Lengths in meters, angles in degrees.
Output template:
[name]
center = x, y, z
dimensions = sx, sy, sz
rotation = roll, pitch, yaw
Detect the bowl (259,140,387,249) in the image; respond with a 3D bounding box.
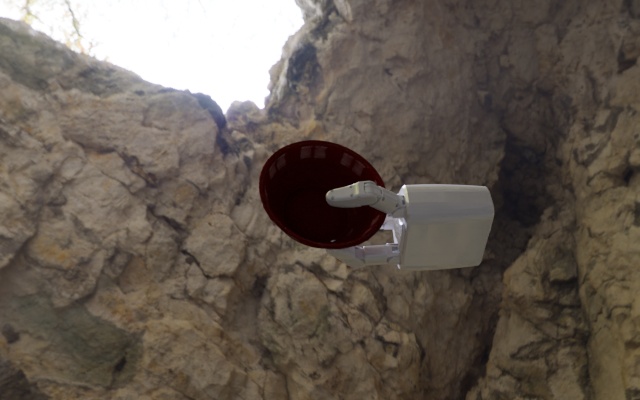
[bowl]
center = -0.001, 0.002, 0.600
dimensions = 0.162, 0.162, 0.055
rotation = 0, -34, -16
